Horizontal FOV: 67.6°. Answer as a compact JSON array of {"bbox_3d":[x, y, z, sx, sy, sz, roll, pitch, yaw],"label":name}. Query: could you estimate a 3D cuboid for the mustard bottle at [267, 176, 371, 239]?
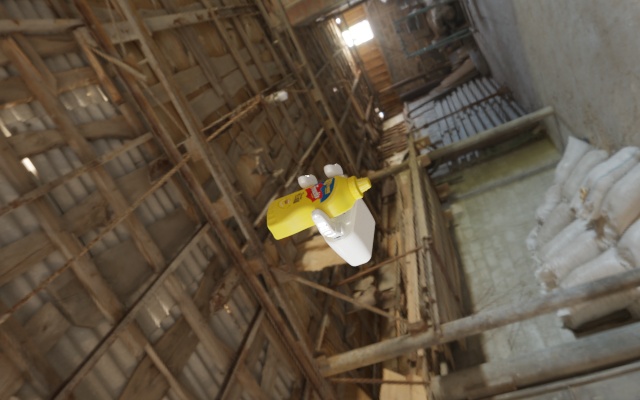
[{"bbox_3d":[0.000,0.003,0.856,0.191,0.058,0.096,-22,25,17],"label":"mustard bottle"}]
